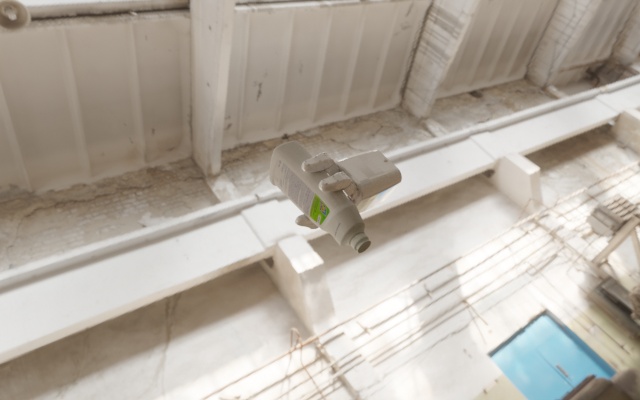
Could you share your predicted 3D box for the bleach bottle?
[{"bbox_3d":[0.000,0.003,0.857,0.068,0.103,0.250,-22,54,-29],"label":"bleach bottle"}]
